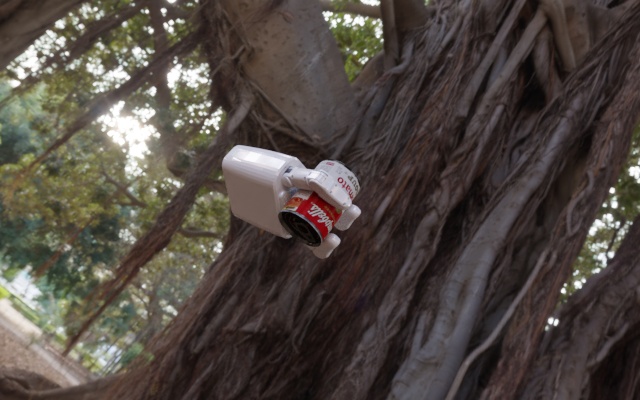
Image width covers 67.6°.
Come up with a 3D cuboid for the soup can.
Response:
[{"bbox_3d":[0.001,0.002,0.638,0.068,0.102,0.069,28,-29,17],"label":"soup can"}]
